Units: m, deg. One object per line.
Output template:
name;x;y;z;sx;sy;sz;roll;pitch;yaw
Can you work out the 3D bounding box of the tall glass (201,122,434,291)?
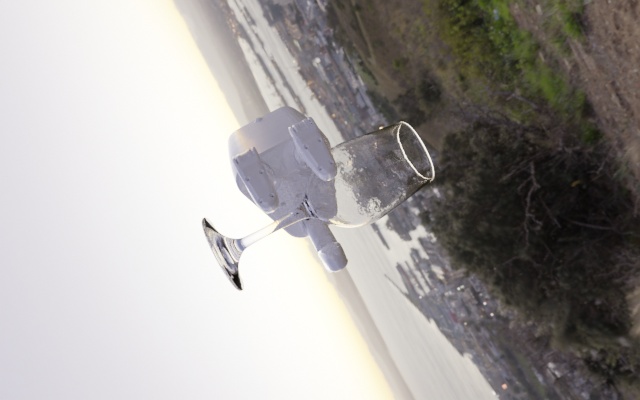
tall glass;0.000;0.002;0.432;0.201;0.079;0.079;-28;2;-3
